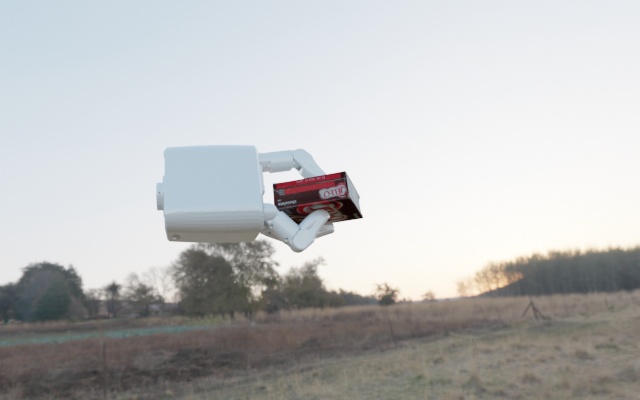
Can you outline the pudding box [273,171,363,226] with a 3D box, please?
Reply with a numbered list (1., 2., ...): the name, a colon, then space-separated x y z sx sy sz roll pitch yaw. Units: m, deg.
1. pudding box: 0.000 0.002 0.592 0.090 0.039 0.113 -8 -14 12
